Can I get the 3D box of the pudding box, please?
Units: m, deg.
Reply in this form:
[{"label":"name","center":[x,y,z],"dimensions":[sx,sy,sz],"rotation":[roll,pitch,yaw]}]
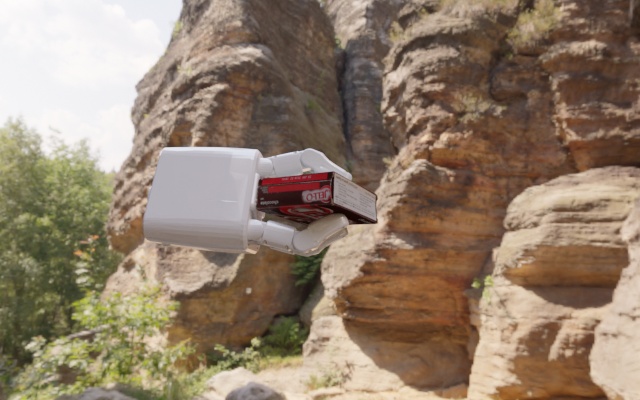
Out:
[{"label":"pudding box","center":[0.000,0.002,0.512],"dimensions":[0.090,0.039,0.113],"rotation":[-3,-11,30]}]
